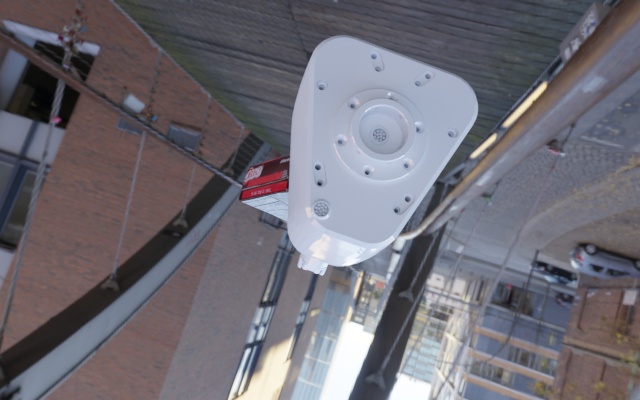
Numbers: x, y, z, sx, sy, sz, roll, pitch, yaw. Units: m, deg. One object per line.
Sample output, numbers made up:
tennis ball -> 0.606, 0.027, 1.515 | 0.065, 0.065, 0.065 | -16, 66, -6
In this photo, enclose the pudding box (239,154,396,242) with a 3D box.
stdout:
pudding box -> 0.000, 0.001, 0.406 | 0.113, 0.039, 0.090 | 27, -18, -29
